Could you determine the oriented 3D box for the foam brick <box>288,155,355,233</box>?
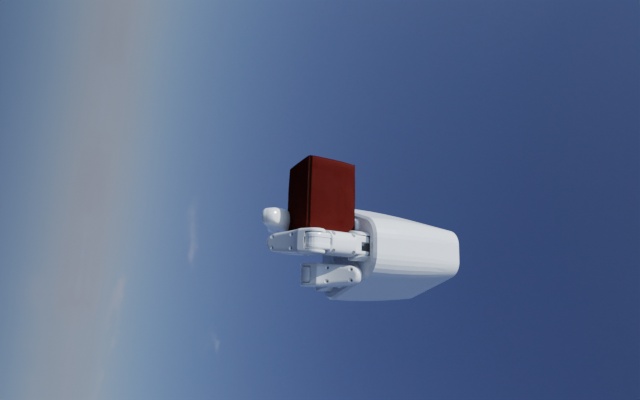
[{"bbox_3d":[0.000,0.001,0.479,0.051,0.078,0.053,7,-13,-25],"label":"foam brick"}]
